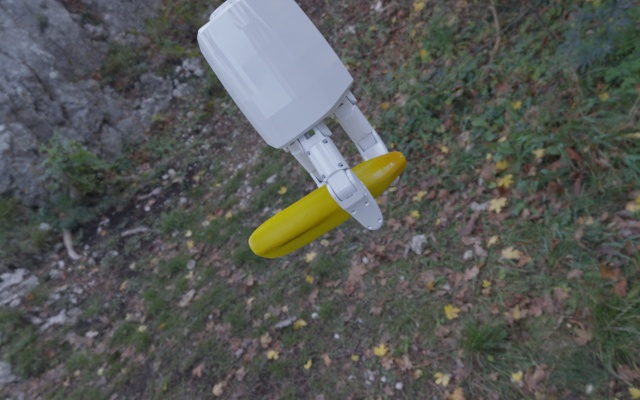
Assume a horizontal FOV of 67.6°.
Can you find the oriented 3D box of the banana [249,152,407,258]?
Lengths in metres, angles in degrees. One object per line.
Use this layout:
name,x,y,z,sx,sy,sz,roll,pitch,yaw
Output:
banana,-0.009,0.012,0.442,0.198,0.037,0.069,-30,14,38
